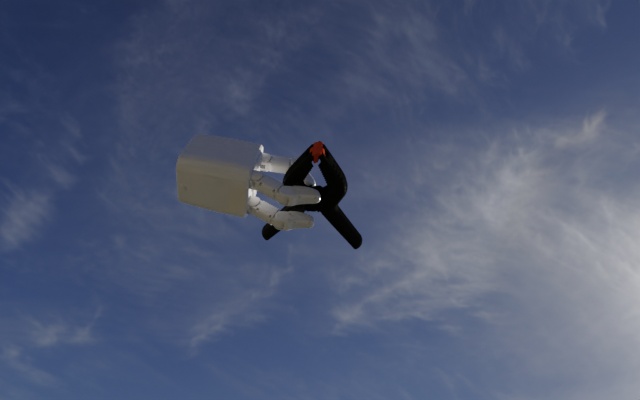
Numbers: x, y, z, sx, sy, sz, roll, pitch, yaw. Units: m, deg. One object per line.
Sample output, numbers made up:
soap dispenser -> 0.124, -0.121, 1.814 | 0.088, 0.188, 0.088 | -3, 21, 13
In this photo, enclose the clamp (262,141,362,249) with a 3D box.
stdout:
clamp -> 0.000, 0.001, 0.724 | 0.164, 0.036, 0.210 | 10, -44, -4
